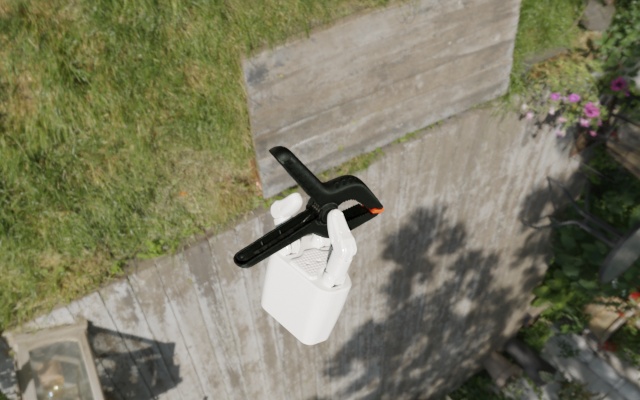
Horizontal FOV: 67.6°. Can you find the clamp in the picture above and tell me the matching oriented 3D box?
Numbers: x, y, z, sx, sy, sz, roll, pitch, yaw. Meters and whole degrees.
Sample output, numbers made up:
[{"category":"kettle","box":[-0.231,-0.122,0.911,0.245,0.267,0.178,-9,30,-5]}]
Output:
[{"category":"clamp","box":[0.001,0.003,0.596,0.210,0.165,0.036,-8,40,-34]}]
